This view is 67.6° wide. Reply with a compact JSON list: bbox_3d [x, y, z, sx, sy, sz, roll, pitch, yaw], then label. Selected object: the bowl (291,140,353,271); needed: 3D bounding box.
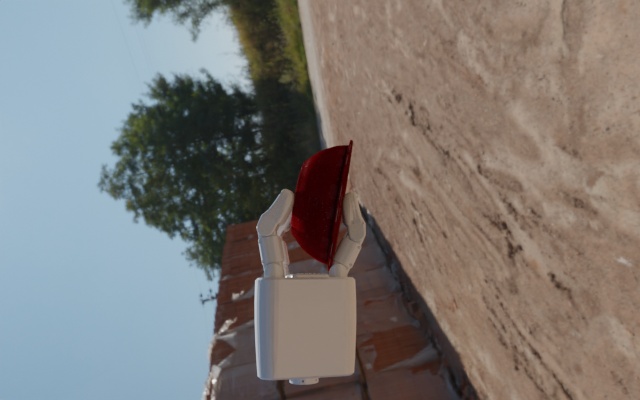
[{"bbox_3d":[0.000,0.001,0.583,0.055,0.162,0.162,10,1,4],"label":"bowl"}]
